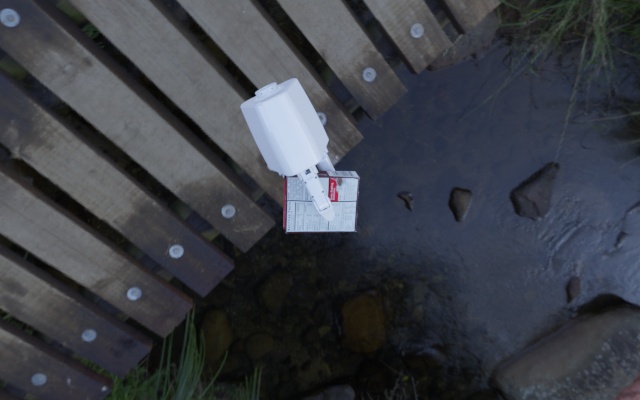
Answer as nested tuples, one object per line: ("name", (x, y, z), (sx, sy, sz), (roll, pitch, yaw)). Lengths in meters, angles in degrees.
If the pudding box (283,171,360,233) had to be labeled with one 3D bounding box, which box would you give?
("pudding box", (0.000, 0.002, 0.723), (0.113, 0.090, 0.039), (1, 17, -7))
